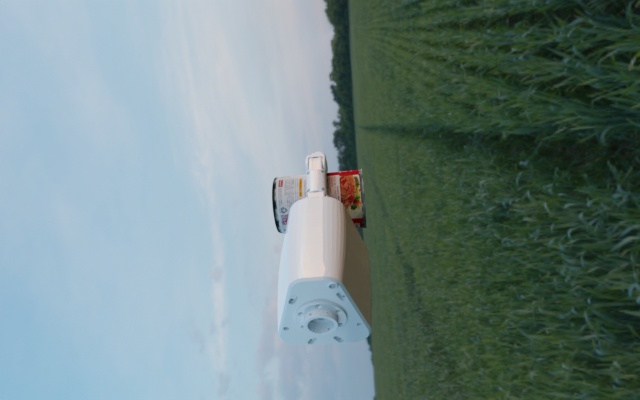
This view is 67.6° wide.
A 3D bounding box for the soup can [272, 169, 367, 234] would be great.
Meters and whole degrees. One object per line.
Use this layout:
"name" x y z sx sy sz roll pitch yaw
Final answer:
"soup can" 0.000 0.001 0.553 0.102 0.068 0.068 -5 0 5
